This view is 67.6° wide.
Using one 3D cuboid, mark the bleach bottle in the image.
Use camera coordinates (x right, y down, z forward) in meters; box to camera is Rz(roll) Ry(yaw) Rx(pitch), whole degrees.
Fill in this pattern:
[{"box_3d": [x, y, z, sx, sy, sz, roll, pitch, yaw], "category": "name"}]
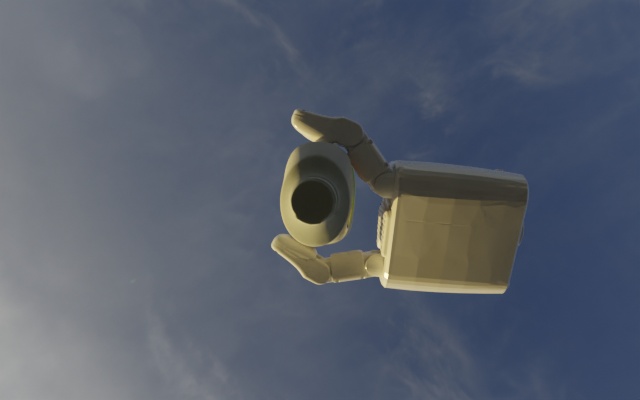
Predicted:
[{"box_3d": [0.000, 0.001, 0.429, 0.068, 0.102, 0.251, 3, 4, 2], "category": "bleach bottle"}]
